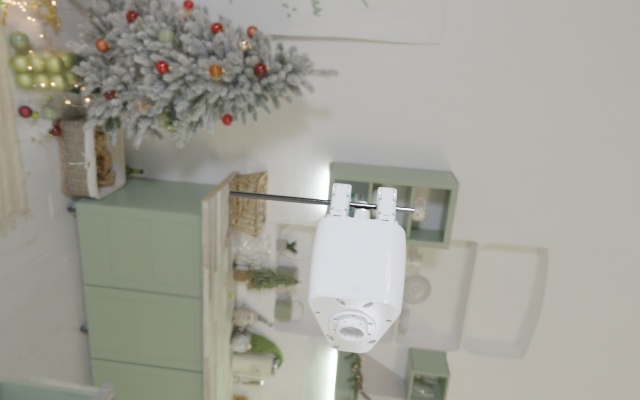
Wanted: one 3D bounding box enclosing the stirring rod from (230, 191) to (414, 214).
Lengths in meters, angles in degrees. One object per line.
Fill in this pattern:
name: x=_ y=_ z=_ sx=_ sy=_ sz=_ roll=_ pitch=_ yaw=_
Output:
stirring rod: x=0.000 y=0.002 z=0.622 sx=0.239 sy=0.011 sz=0.011 roll=5 pitch=0 yaw=5
